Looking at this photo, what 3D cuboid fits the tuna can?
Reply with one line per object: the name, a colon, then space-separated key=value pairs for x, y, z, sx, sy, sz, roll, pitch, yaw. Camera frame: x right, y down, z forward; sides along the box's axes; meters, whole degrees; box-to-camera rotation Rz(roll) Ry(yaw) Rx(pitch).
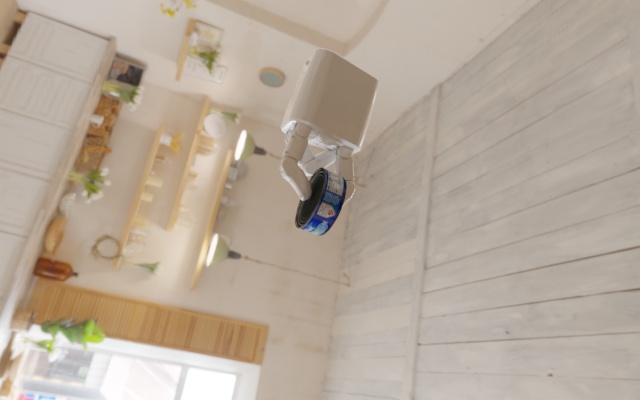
tuna can: x=0.001 y=0.002 z=0.627 sx=0.034 sy=0.086 sz=0.086 roll=23 pitch=-7 yaw=-17
